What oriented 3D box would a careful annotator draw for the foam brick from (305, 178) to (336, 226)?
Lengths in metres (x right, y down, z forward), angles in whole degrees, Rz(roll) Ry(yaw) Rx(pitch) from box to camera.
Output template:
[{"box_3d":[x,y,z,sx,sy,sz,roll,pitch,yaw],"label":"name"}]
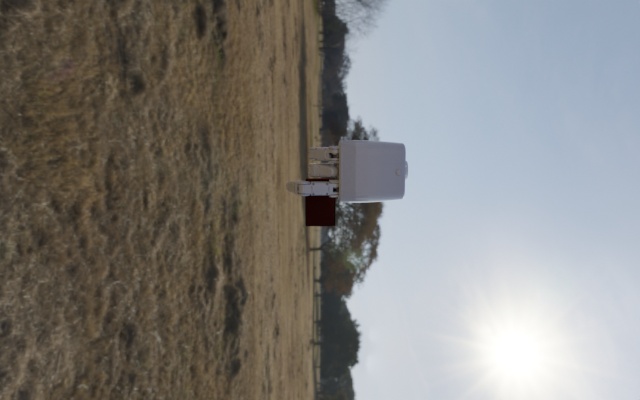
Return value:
[{"box_3d":[0.000,0.003,0.809,0.051,0.078,0.053,0,8,0],"label":"foam brick"}]
